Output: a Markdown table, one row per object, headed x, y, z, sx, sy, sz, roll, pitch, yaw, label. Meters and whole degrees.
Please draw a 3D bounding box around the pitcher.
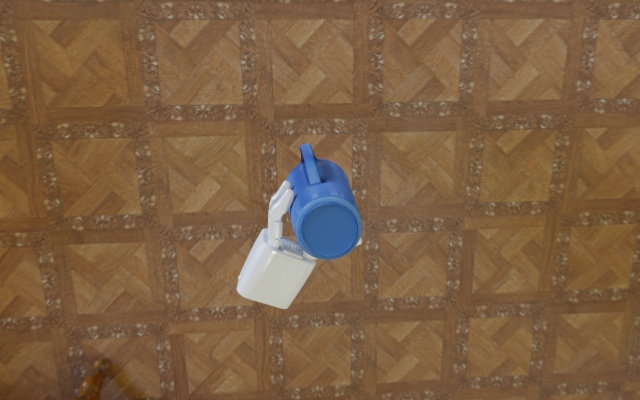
| x | y | z | sx | sy | sz | roll | pitch | yaw | label |
| --- | --- | --- | --- | --- | --- | --- | --- | --- | --- |
| 0.000 | 0.003 | 0.853 | 0.149 | 0.145 | 0.242 | 30 | 11 | -13 | pitcher |
